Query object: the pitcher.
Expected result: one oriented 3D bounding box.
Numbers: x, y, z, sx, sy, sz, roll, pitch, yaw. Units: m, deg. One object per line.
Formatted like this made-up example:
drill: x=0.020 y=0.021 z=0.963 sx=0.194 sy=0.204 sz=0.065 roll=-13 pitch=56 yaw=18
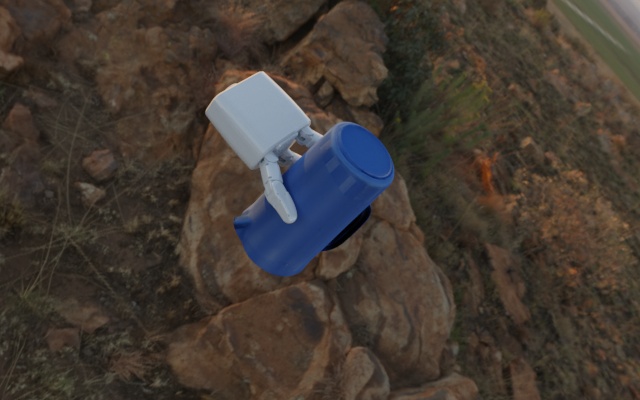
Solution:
pitcher: x=0.000 y=0.002 z=0.703 sx=0.243 sy=0.145 sz=0.149 roll=-43 pitch=-3 yaw=38
